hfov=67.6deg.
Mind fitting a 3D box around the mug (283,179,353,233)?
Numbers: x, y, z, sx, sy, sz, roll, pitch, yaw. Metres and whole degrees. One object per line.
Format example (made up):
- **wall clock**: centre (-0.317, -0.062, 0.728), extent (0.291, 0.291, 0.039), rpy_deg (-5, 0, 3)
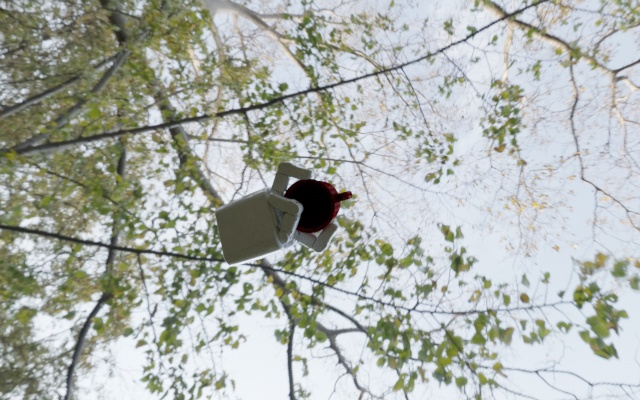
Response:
- **mug**: centre (0.001, 0.002, 0.840), extent (0.117, 0.093, 0.081), rpy_deg (-18, 0, 15)
